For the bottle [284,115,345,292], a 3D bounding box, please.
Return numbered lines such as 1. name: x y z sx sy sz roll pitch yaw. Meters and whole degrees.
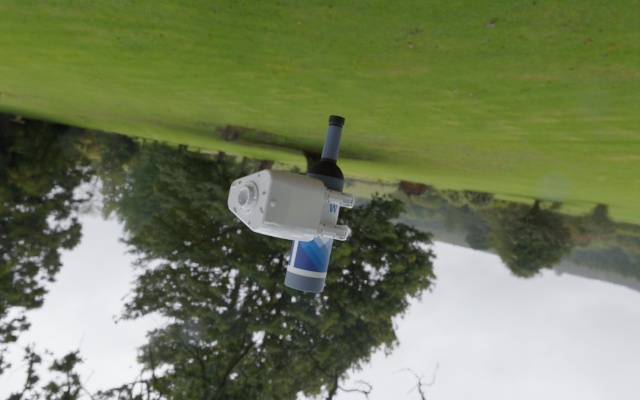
1. bottle: 0.000 0.003 0.809 0.069 0.295 0.069 11 -1 0
